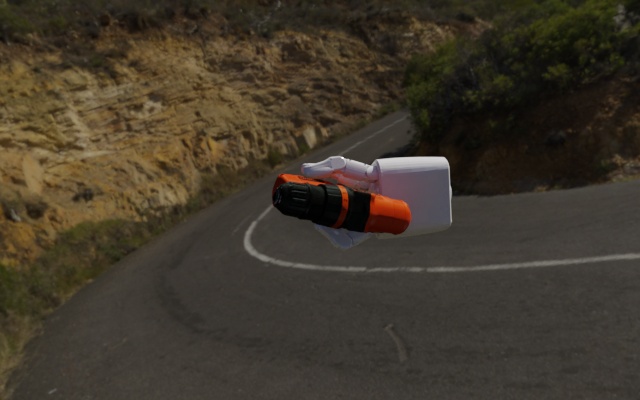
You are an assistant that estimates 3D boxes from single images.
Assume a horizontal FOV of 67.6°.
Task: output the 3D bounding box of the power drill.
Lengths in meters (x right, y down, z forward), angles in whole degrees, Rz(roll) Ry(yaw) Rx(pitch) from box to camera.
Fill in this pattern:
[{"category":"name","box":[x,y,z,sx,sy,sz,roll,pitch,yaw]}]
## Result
[{"category":"power drill","box":[0.000,0.002,0.641,0.184,0.057,0.187,12,3,-26]}]
